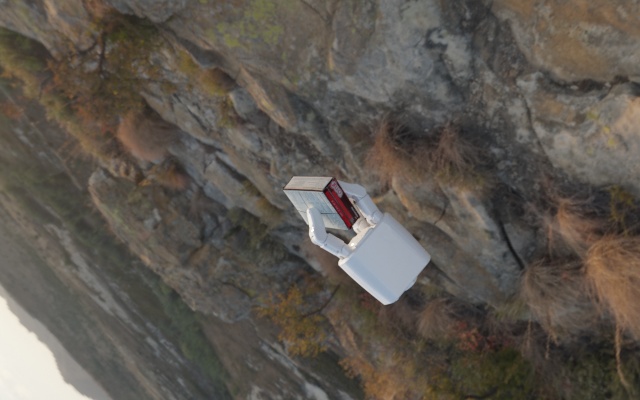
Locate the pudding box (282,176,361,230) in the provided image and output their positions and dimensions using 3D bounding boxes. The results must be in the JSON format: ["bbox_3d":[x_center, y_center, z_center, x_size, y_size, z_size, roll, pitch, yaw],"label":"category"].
[{"bbox_3d":[0.000,0.003,0.794,0.113,0.090,0.039,3,45,49],"label":"pudding box"}]
